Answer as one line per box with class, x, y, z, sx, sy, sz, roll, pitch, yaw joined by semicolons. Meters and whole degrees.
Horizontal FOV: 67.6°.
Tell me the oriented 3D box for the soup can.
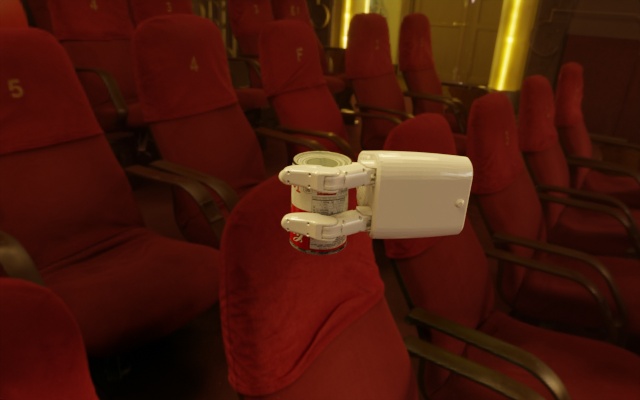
soup can;0.000;0.001;0.546;0.068;0.102;0.068;3;23;-1
